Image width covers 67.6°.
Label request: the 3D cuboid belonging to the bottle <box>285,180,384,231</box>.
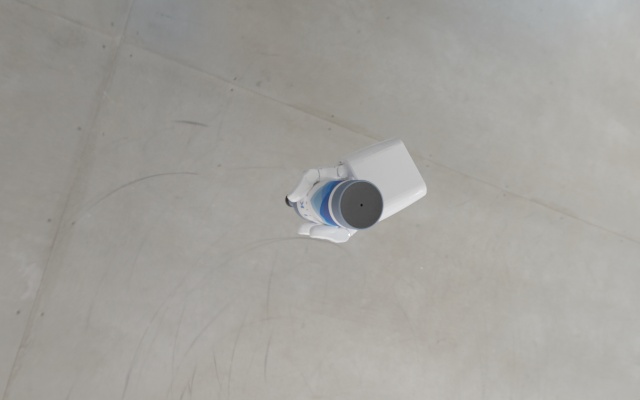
[{"bbox_3d":[0.000,0.003,0.757,0.069,0.069,0.295,0,1,-21],"label":"bottle"}]
